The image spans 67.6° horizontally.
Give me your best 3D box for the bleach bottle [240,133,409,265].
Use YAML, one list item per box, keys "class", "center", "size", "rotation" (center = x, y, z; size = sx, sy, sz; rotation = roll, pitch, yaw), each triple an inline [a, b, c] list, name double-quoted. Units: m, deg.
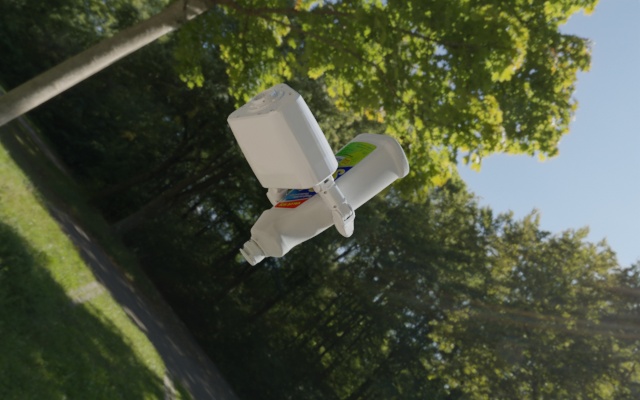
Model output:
- class: "bleach bottle"
  center: [0.000, 0.002, 0.659]
  size: [0.250, 0.068, 0.102]
  rotation: [-39, 29, -19]
